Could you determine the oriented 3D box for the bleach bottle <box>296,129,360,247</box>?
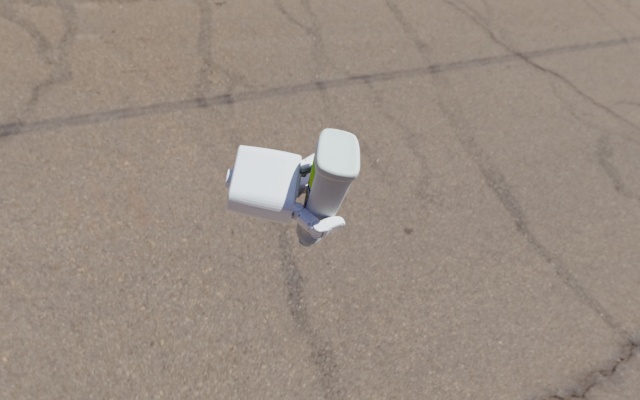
[{"bbox_3d":[0.000,0.003,0.806,0.068,0.102,0.251,11,-42,-8],"label":"bleach bottle"}]
